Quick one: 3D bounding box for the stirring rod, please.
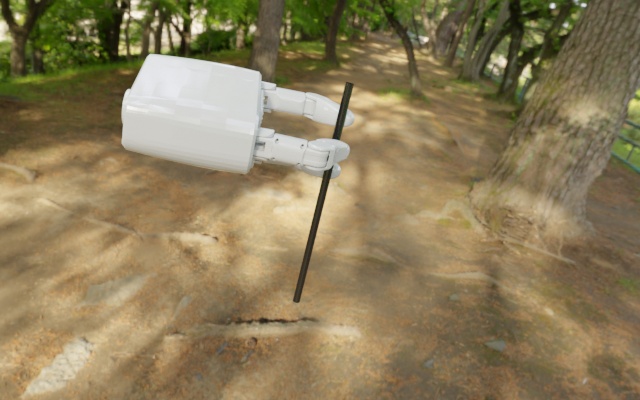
[{"bbox_3d":[0.000,0.002,0.480,0.011,0.240,0.011,12,22,-5],"label":"stirring rod"}]
